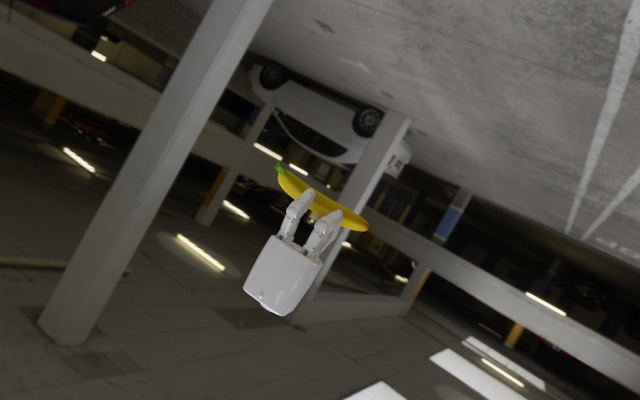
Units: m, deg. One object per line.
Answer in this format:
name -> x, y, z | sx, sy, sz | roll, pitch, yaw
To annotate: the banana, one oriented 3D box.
banana -> -0.003, 0.003, 0.859 | 0.198, 0.037, 0.069 | 32, -6, 2
